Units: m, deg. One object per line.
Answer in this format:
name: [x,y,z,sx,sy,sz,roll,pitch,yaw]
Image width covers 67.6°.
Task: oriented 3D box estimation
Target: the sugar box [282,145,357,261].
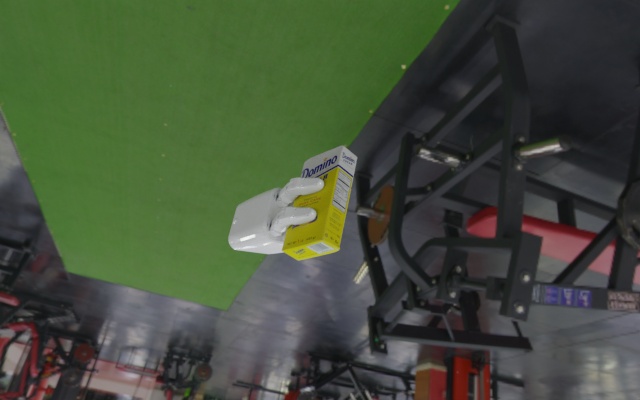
sugar box: [0.000,0.002,0.764,0.093,0.176,0.048,-18,-40,41]
